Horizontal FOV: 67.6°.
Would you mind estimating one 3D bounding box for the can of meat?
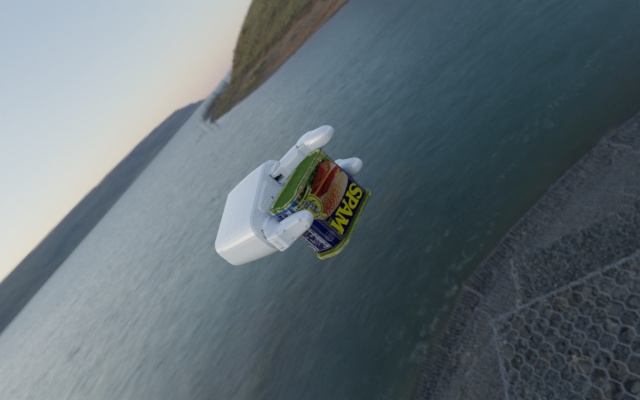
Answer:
[{"bbox_3d":[0.000,0.002,0.558,0.084,0.102,0.057,41,-36,-18],"label":"can of meat"}]
